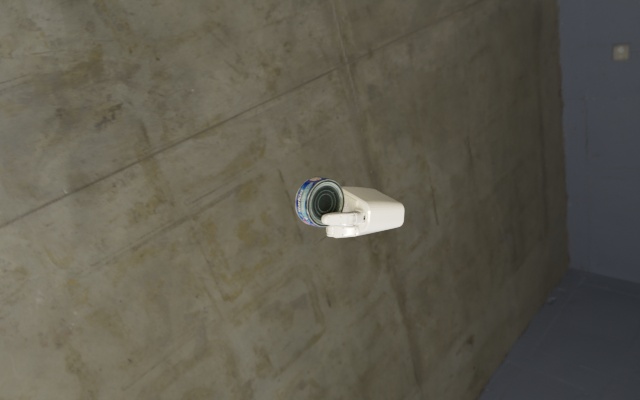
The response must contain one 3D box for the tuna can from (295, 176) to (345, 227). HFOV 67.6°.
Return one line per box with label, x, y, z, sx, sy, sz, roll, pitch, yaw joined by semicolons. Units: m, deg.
tuna can;0.000;0.003;0.823;0.086;0.086;0.033;0;8;-38
